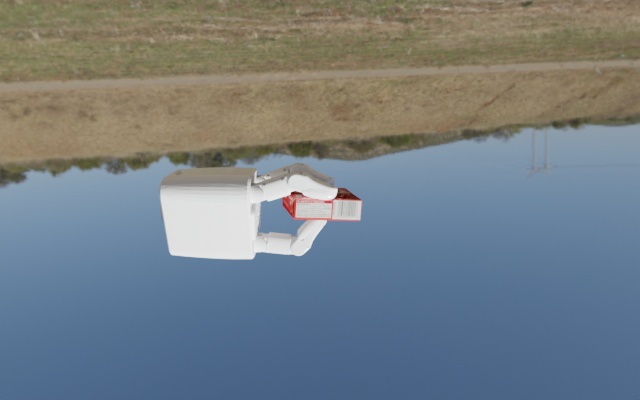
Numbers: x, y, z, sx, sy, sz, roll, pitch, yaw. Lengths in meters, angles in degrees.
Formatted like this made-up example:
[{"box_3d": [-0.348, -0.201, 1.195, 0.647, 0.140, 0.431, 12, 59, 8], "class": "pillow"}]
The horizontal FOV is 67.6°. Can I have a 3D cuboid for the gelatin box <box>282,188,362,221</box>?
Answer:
[{"box_3d": [0.000, 0.002, 0.612, 0.089, 0.030, 0.073, 2, 12, -14], "class": "gelatin box"}]
